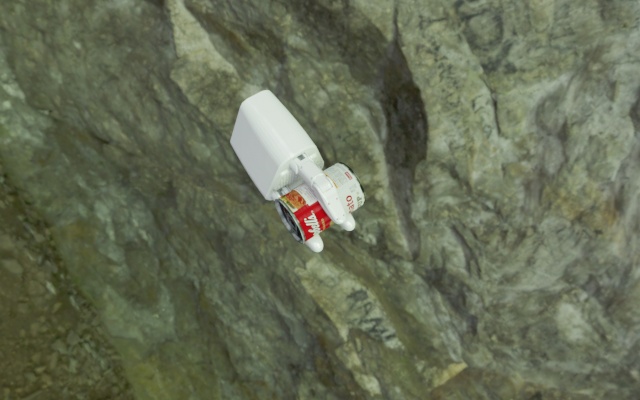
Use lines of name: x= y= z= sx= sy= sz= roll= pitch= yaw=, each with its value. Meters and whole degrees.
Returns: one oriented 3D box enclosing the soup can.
soup can: x=0.001 y=0.002 z=0.630 sx=0.102 sy=0.068 sz=0.068 roll=-32 pitch=10 yaw=-17
